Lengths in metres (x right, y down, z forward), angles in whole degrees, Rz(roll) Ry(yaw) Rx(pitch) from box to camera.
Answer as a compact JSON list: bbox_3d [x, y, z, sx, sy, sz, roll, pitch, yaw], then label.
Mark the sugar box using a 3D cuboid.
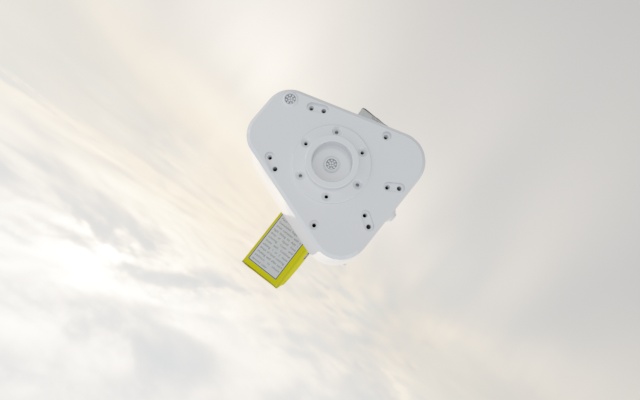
[{"bbox_3d":[0.000,0.002,0.462,0.048,0.176,0.093,40,-6,4],"label":"sugar box"}]
